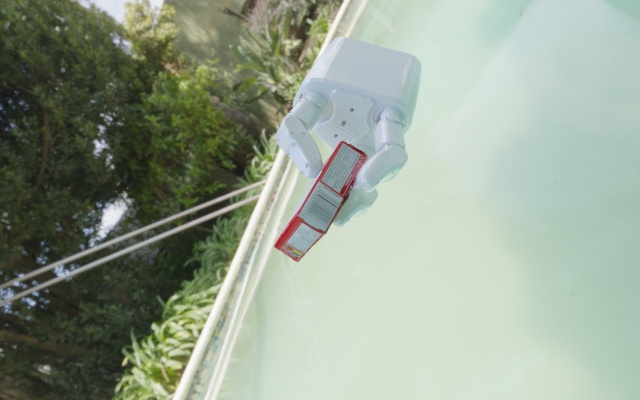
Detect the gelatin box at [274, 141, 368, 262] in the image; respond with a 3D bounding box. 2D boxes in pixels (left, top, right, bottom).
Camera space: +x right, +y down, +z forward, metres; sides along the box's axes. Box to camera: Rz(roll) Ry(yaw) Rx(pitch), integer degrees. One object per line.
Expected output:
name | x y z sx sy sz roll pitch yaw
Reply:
gelatin box | 0.000 0.001 0.412 0.030 0.089 0.073 33 -32 -4
